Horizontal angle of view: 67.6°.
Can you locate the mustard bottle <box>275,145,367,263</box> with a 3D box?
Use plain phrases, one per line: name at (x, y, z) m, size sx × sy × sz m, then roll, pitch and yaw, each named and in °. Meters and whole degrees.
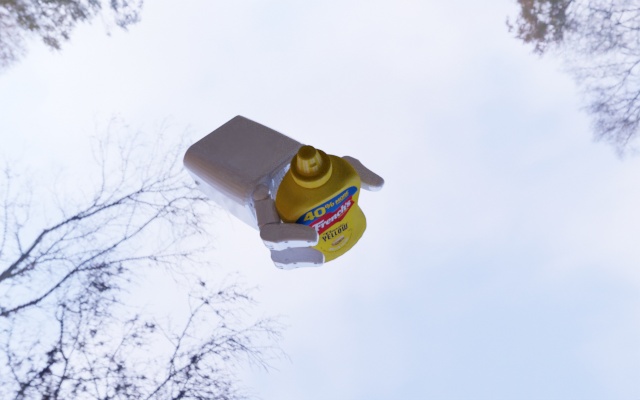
mustard bottle at (0.000, 0.002, 0.527) m, size 0.096 × 0.058 × 0.192 m, roll -29°, pitch -31°, yaw -8°
